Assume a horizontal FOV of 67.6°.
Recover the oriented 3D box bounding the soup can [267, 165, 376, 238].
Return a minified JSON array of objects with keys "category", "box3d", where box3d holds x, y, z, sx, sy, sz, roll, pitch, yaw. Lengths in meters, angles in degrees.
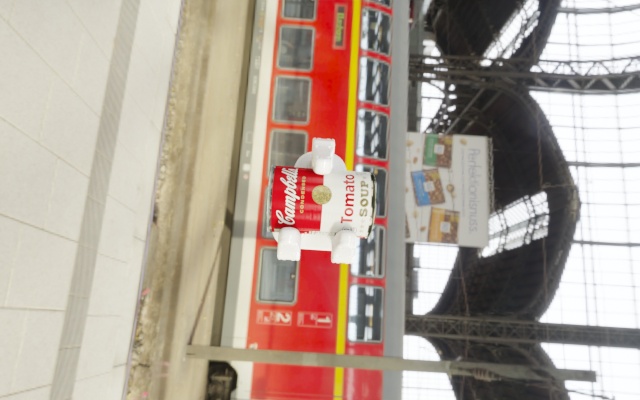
[{"category":"soup can","box3d":[0.000,0.001,0.478,0.102,0.068,0.068,4,0,-2]}]
